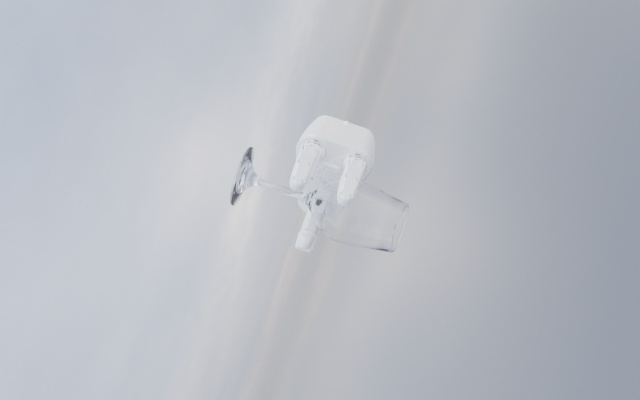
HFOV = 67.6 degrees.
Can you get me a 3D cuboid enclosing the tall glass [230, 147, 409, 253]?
[{"bbox_3d":[-0.001,0.002,0.571,0.201,0.079,0.079,19,0,1],"label":"tall glass"}]
